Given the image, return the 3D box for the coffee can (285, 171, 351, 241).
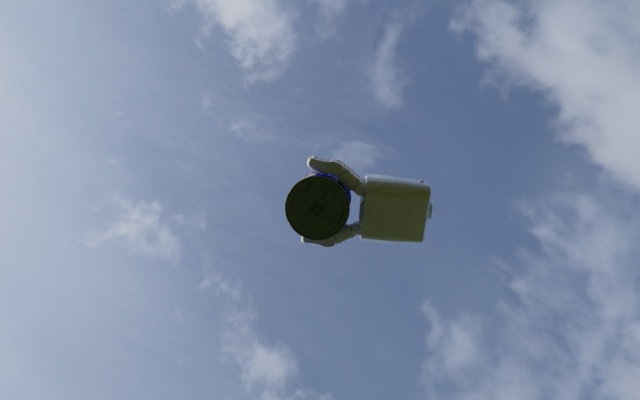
[{"bbox_3d":[0.000,0.003,0.813,0.103,0.103,0.140,0,8,5],"label":"coffee can"}]
